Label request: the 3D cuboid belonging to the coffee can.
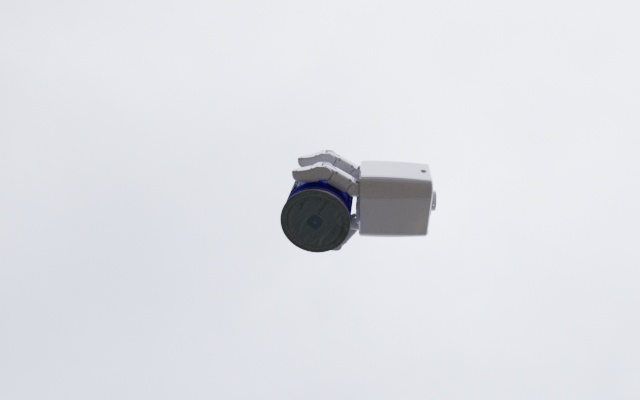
[{"bbox_3d":[0.000,0.003,0.751,0.103,0.103,0.140,0,26,7],"label":"coffee can"}]
